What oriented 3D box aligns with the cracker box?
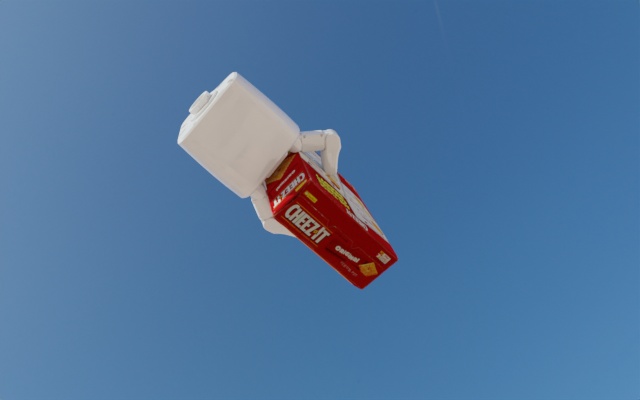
[{"bbox_3d":[0.000,0.002,0.655,0.164,0.072,0.213,41,12,-25],"label":"cracker box"}]
